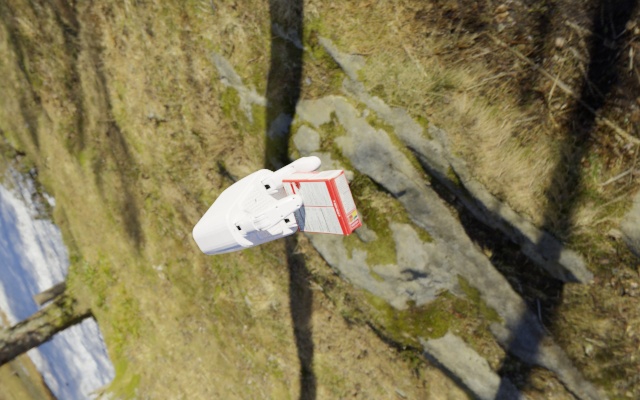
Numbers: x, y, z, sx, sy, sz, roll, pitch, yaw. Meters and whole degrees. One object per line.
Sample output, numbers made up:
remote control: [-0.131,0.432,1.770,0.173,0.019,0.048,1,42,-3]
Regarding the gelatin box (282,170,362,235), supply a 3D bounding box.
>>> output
gelatin box: [0.000,0.002,0.578,0.089,0.073,0.030,1,27,47]
